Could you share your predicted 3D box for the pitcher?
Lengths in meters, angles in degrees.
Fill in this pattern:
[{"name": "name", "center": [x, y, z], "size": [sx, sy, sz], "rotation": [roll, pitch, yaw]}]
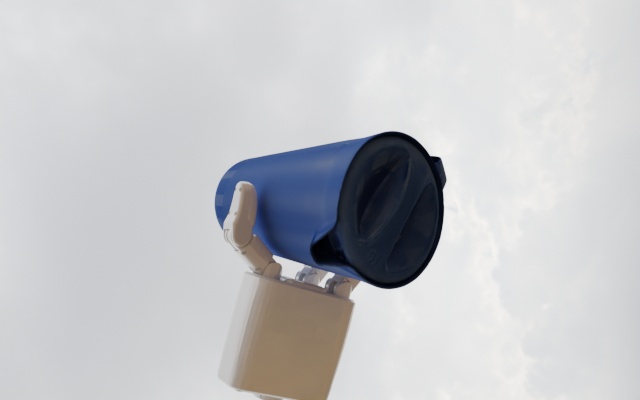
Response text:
[{"name": "pitcher", "center": [0.000, 0.002, 0.495], "size": [0.149, 0.145, 0.243], "rotation": [23, -13, -37]}]
